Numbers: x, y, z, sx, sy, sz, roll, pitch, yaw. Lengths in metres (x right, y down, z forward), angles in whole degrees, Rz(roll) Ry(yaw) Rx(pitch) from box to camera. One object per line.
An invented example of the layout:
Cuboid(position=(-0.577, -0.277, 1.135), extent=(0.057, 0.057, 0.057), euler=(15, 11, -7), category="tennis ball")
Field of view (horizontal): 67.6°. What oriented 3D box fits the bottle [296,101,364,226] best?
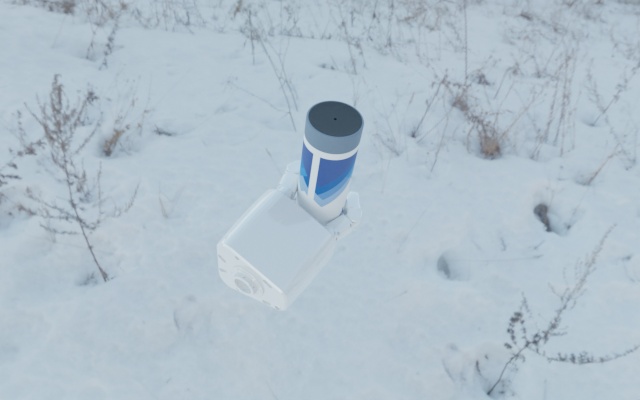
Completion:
Cuboid(position=(0.000, 0.002, 0.652), extent=(0.069, 0.069, 0.296), euler=(0, -40, -9), category="bottle")
